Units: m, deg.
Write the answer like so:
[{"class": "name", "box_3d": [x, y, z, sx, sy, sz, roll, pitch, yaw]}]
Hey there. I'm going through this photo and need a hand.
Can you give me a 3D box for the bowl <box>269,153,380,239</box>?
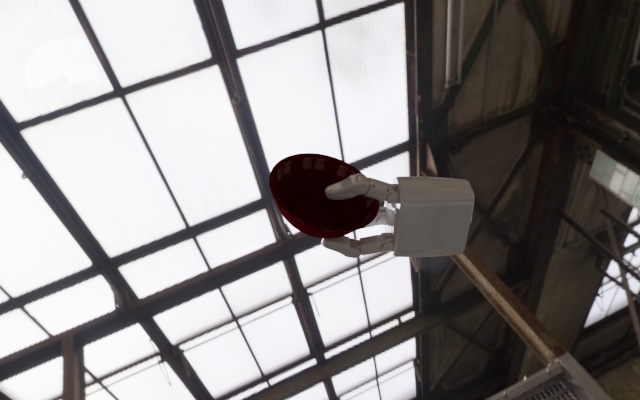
[{"class": "bowl", "box_3d": [-0.001, 0.002, 0.689, 0.162, 0.055, 0.162, 12, 41, -10]}]
